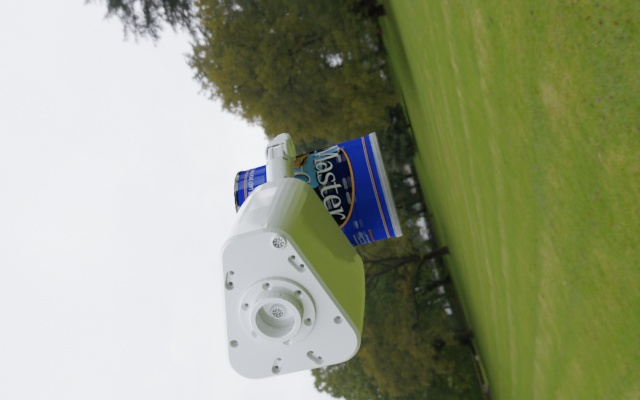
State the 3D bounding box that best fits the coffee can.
[{"bbox_3d":[0.000,0.001,0.470,0.140,0.103,0.103,-15,-2,9],"label":"coffee can"}]
